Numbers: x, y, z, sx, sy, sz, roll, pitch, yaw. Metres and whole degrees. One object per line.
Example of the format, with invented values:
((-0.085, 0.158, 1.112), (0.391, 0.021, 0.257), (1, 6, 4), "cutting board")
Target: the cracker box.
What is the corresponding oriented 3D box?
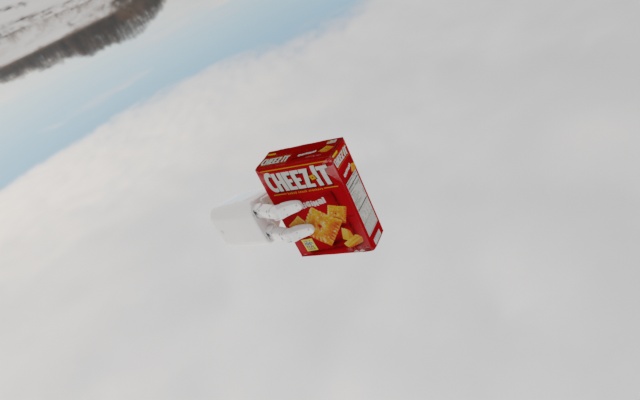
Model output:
((0.000, 0.003, 0.883), (0.164, 0.214, 0.072), (-8, 34, 31), "cracker box")
